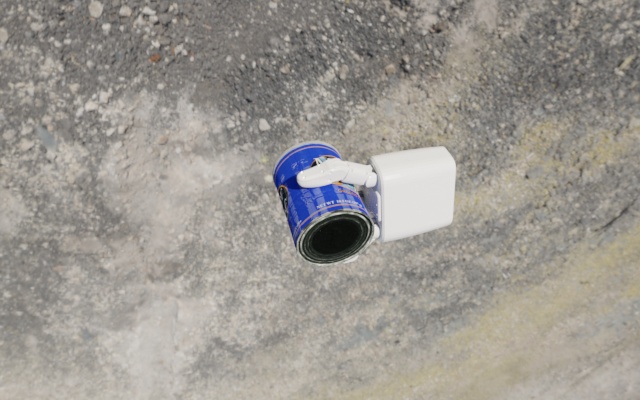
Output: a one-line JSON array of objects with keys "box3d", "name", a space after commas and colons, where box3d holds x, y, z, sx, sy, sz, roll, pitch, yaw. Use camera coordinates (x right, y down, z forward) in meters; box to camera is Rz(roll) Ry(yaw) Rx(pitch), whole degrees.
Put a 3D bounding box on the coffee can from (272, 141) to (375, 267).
[{"box3d": [0.000, 0.002, 0.639, 0.103, 0.103, 0.140, 0, 43, -22], "name": "coffee can"}]
